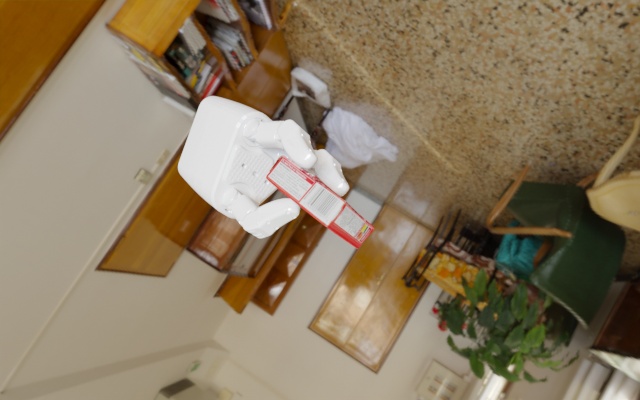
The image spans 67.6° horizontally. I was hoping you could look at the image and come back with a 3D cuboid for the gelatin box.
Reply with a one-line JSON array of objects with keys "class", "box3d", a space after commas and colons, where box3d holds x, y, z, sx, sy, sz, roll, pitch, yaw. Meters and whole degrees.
[{"class": "gelatin box", "box3d": [0.000, 0.002, 0.447, 0.089, 0.030, 0.073, 37, -1, 33]}]
